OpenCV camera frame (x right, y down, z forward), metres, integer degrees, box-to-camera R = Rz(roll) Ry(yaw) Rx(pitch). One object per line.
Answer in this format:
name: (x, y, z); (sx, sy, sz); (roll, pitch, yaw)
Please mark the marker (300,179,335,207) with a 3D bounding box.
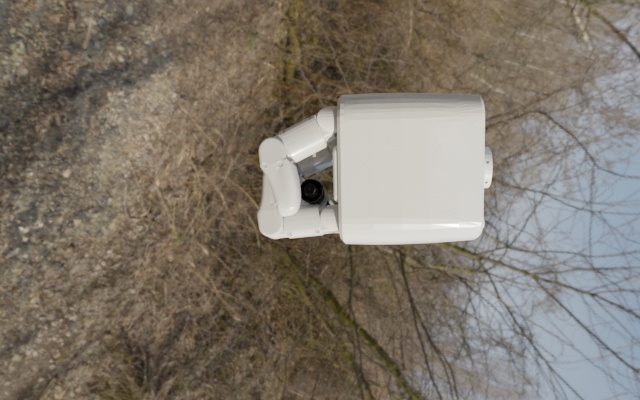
marker: (0.000, 0.001, 0.417); (0.020, 0.020, 0.121); (0, -10, 8)
